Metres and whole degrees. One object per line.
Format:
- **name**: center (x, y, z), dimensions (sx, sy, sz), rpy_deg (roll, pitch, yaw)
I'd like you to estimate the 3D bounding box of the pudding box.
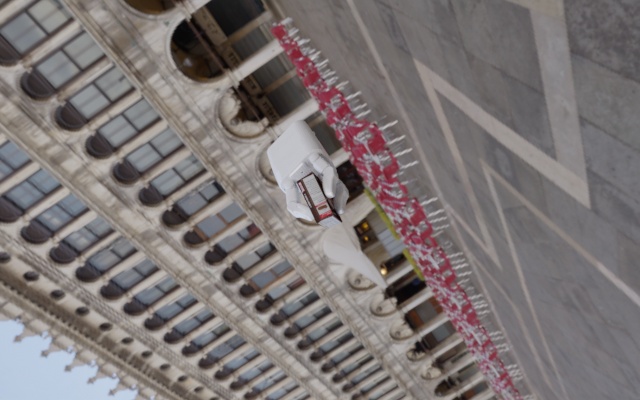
- **pudding box**: center (0.000, 0.003, 0.886), dimensions (0.039, 0.090, 0.113), rpy_deg (-29, -12, 7)
